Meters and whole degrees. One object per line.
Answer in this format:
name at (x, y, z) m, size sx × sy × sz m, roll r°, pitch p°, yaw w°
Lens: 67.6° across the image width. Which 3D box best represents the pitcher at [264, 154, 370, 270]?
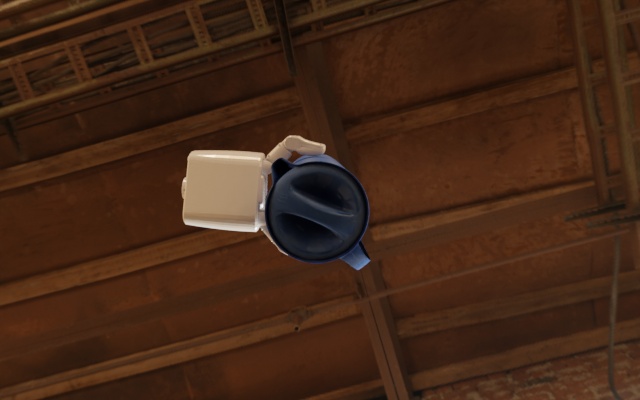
pitcher at (0.000, 0.002, 0.716) m, size 0.145 × 0.149 × 0.242 m, roll 4°, pitch 11°, yaw -1°
